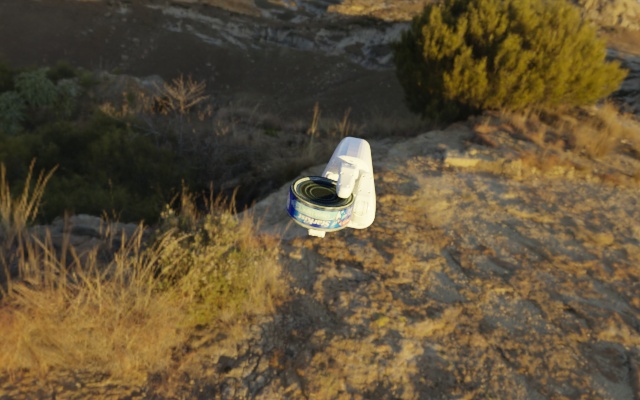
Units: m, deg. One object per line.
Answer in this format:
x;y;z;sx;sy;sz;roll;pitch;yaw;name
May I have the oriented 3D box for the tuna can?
0.000;0.002;0.612;0.086;0.034;0.086;9;29;-5;tuna can
